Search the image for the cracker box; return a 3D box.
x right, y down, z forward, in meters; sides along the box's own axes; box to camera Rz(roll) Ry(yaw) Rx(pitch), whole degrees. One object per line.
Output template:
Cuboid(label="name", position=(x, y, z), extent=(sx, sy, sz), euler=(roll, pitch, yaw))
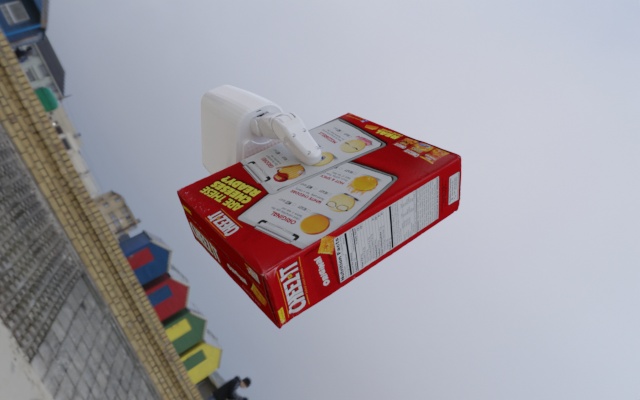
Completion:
Cuboid(label="cracker box", position=(0.000, 0.001, 0.455), extent=(0.213, 0.072, 0.164), euler=(-29, 38, -25))
